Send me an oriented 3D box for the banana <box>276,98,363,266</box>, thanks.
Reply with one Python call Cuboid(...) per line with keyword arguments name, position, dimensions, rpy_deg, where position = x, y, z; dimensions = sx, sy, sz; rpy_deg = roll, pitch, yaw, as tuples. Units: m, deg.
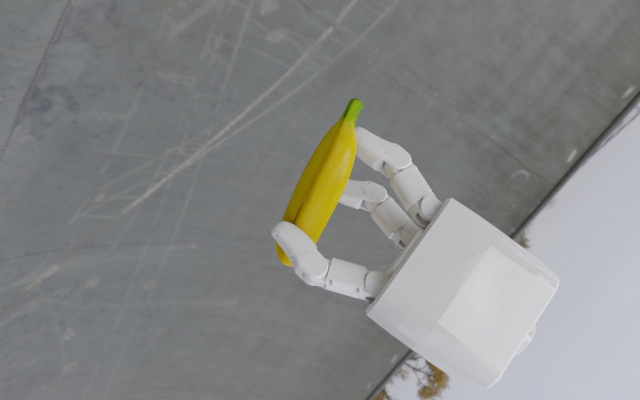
Cuboid(name="banana", position=(-0.007, 0.008, 0.426), dimensions=(0.037, 0.198, 0.069), rpy_deg=(33, 38, 8))
